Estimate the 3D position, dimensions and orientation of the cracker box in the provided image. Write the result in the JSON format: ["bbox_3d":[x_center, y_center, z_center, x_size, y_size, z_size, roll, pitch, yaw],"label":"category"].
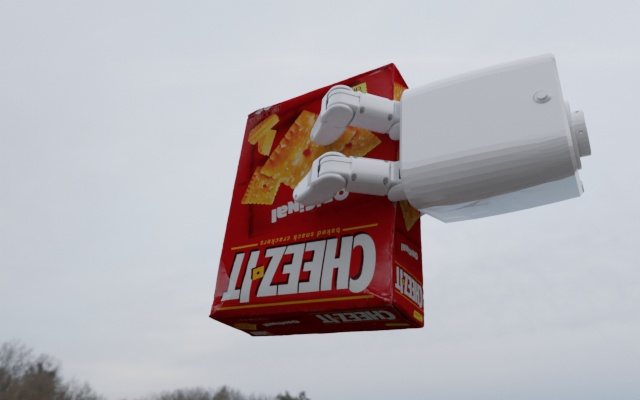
[{"bbox_3d":[0.000,0.001,0.417,0.164,0.213,0.072,-12,-33,29],"label":"cracker box"}]
